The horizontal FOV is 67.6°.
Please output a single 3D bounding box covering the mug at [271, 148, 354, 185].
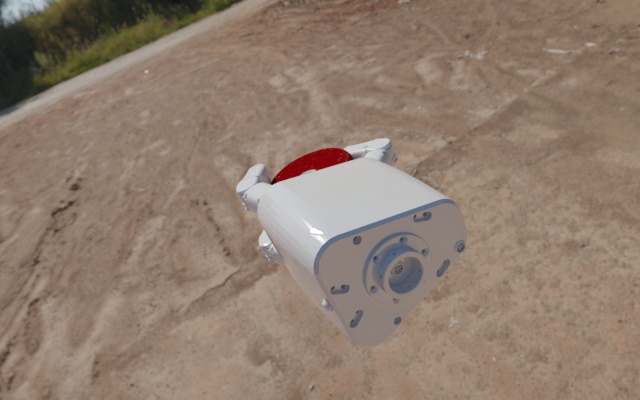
[{"bbox_3d":[-0.001,0.001,0.453,0.093,0.081,0.117,-33,28,-12],"label":"mug"}]
